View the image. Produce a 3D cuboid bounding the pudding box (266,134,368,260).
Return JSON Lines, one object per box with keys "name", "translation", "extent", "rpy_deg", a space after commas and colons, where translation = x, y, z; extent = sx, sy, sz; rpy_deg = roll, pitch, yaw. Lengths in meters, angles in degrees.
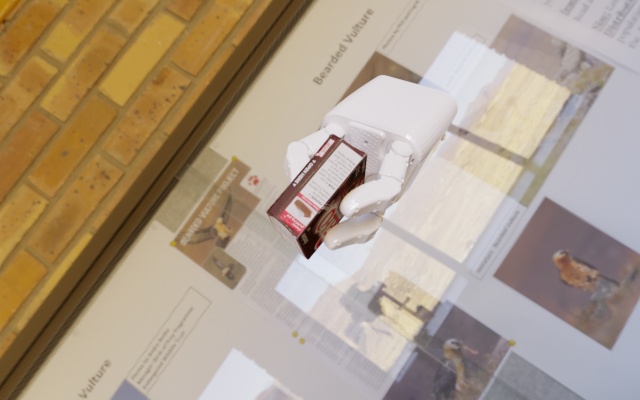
{"name": "pudding box", "translation": [0.000, 0.001, 0.428], "extent": [0.039, 0.090, 0.113], "rpy_deg": [36, -10, 14]}
